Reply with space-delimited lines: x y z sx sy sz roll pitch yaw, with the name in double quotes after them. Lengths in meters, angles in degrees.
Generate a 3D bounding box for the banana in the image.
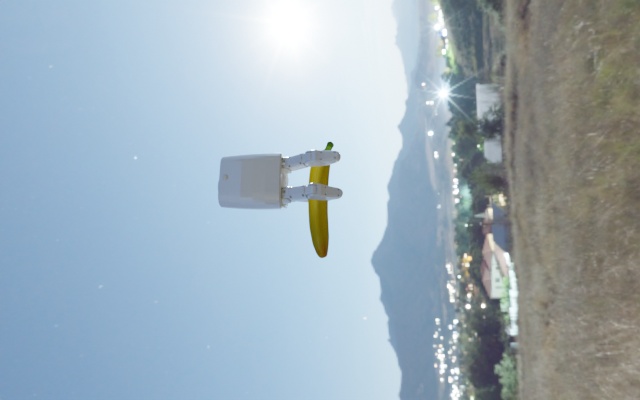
-0.002 -0.001 0.834 0.037 0.198 0.069 2 0 -7 "banana"
